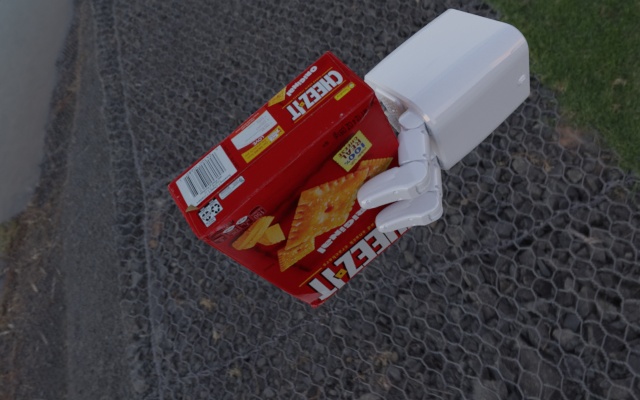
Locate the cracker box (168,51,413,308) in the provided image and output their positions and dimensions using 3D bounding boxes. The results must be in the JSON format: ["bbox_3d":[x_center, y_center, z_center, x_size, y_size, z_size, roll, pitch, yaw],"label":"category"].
[{"bbox_3d":[0.000,0.001,0.431,0.164,0.072,0.214,-40,-35,1],"label":"cracker box"}]
